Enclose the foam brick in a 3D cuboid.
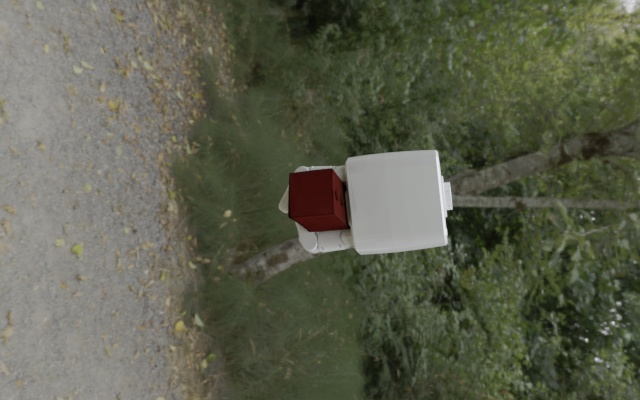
[{"bbox_3d":[0.000,0.002,0.543,0.051,0.053,0.078,-5,-16,15],"label":"foam brick"}]
